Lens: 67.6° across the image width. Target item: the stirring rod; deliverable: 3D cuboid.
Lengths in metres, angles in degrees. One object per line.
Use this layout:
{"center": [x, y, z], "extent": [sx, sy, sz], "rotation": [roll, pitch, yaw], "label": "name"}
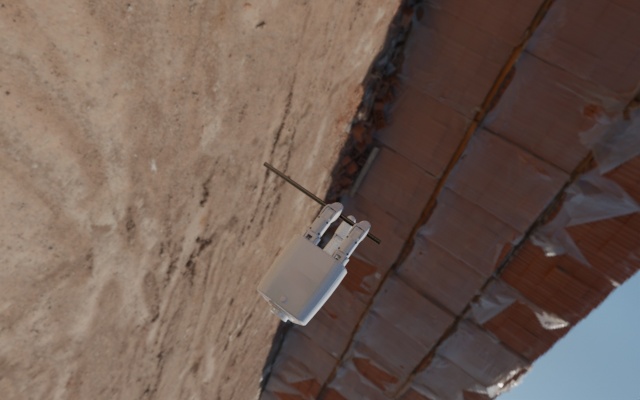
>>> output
{"center": [0.000, 0.003, 0.804], "extent": [0.239, 0.011, 0.011], "rotation": [34, 8, 12], "label": "stirring rod"}
